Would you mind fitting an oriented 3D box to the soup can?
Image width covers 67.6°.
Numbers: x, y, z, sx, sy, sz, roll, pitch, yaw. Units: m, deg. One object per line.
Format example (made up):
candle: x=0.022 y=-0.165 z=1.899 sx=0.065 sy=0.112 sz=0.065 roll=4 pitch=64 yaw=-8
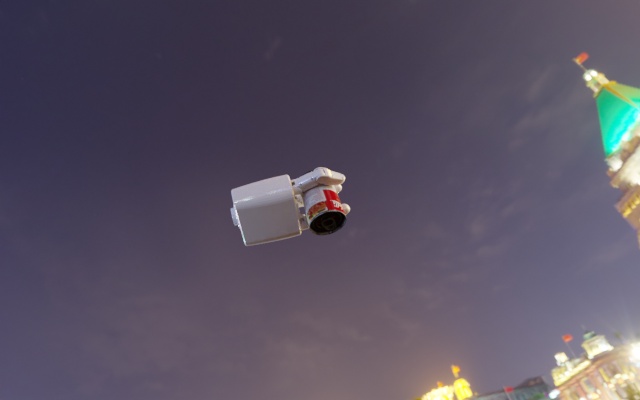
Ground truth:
soup can: x=0.001 y=0.002 z=0.865 sx=0.068 sy=0.102 sz=0.069 roll=-12 pitch=-38 yaw=-9
